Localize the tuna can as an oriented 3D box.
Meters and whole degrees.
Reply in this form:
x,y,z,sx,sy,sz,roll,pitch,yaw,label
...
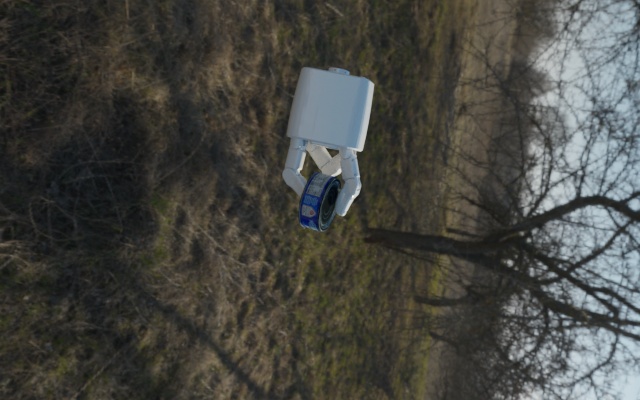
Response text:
x,y,z,sx,sy,sz,roll,pitch,yaw,label
0.001,0.003,0.712,0.034,0.086,0.086,17,5,18,tuna can
